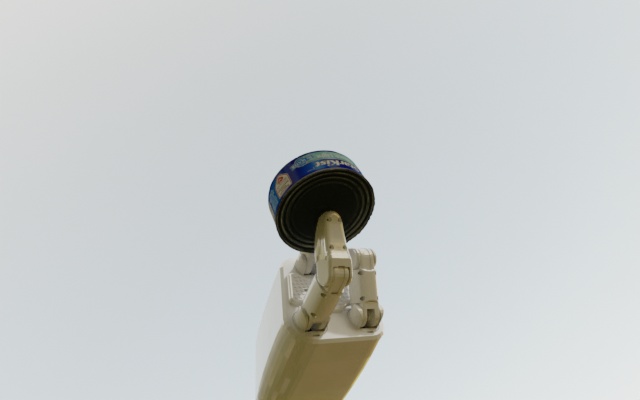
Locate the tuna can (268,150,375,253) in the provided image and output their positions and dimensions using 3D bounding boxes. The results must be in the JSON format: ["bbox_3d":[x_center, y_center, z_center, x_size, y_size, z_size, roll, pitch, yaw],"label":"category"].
[{"bbox_3d":[0.000,0.001,0.401,0.086,0.086,0.033,0,35,-23],"label":"tuna can"}]
